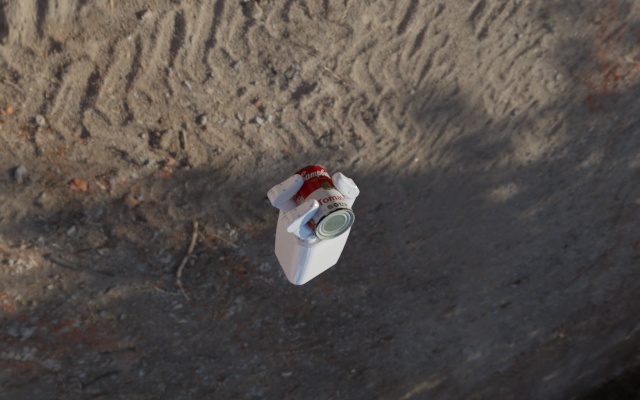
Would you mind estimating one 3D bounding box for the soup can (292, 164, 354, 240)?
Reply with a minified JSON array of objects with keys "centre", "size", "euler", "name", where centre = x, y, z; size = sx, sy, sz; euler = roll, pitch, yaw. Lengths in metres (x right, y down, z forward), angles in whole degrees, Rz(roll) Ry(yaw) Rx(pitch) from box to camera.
[{"centre":[0.000,0.002,0.736],"size":[0.068,0.068,0.102],"euler":[0,43,-36],"name":"soup can"}]
